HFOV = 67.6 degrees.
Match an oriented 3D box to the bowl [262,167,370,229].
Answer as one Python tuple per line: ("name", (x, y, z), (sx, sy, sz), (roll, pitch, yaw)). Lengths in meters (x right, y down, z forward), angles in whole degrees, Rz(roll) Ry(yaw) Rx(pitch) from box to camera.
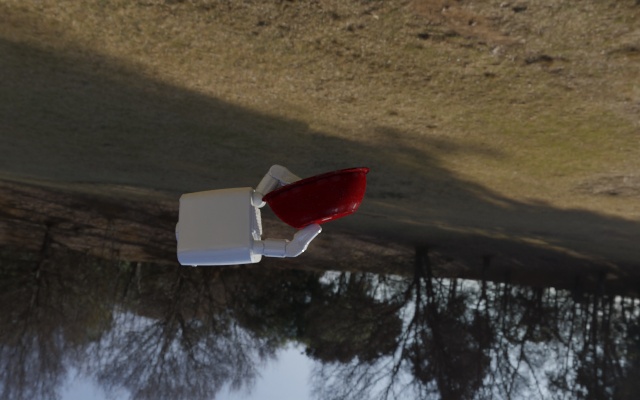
("bowl", (0.001, 0.002, 0.685), (0.162, 0.055, 0.162), (-16, -6, -2))
